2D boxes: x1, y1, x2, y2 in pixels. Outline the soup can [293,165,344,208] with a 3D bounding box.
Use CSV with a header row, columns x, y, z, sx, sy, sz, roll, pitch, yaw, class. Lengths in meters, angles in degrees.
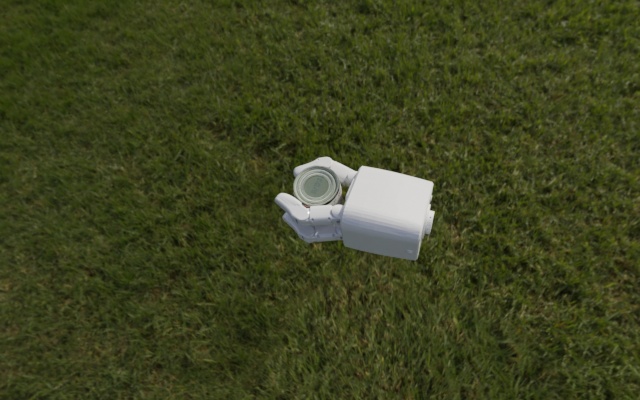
x,y,z,sx,sy,sz,roll,pitch,yaw,class
0.000,0.002,0.705,0.068,0.068,0.102,0,-27,8,soup can
